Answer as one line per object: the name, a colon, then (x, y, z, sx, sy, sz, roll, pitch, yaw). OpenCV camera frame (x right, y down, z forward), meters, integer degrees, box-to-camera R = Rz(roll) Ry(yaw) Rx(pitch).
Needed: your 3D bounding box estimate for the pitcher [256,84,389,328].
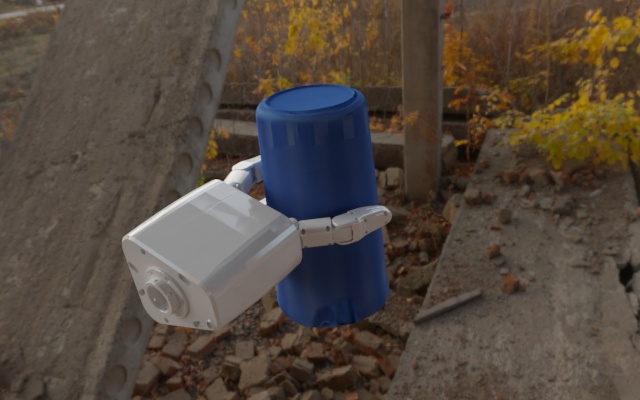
pitcher: (0.000, 0.002, 0.523, 0.149, 0.243, 0.145, 15, 35, 34)
